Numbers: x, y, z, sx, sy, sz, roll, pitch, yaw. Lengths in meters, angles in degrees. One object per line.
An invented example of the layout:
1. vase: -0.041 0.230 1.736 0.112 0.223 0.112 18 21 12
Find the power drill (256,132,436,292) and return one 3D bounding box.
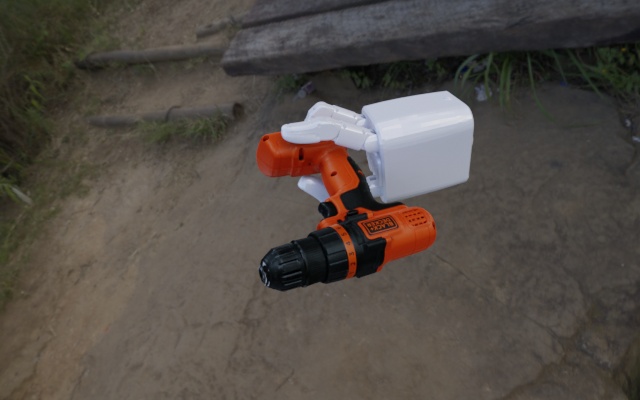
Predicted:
1. power drill: 0.000 0.001 0.496 0.184 0.057 0.187 -12 49 -25
